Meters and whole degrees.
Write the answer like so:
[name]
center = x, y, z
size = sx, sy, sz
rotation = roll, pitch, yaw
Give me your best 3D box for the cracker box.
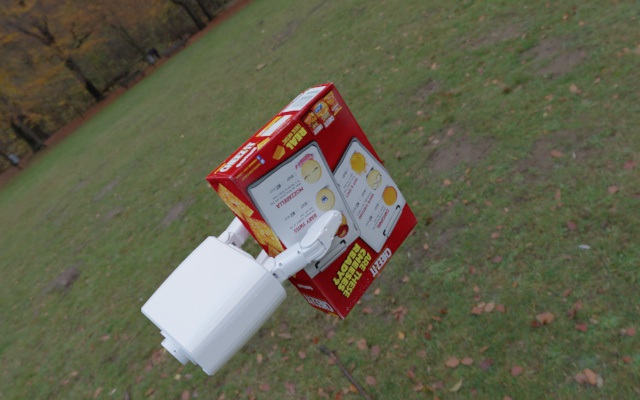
[cracker box]
center = 0.000, 0.002, 0.552
size = 0.164, 0.214, 0.072
rotation = -48, 28, -24
